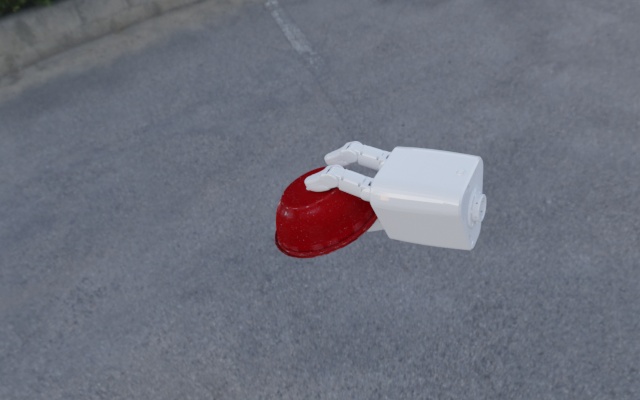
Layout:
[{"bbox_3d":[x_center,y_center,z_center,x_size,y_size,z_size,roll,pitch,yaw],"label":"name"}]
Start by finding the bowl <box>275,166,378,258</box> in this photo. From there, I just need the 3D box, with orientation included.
[{"bbox_3d":[-0.001,0.002,0.640,0.162,0.055,0.162,-21,30,13],"label":"bowl"}]
